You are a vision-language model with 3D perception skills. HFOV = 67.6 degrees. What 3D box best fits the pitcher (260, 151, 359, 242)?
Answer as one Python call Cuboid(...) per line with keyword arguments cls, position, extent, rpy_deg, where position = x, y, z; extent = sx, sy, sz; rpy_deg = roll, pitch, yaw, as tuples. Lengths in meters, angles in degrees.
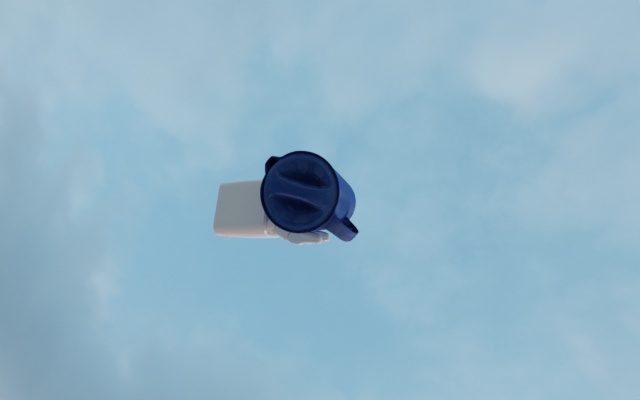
Cuboid(cls="pitcher", position=(0.000, 0.003, 0.870), extent=(0.145, 0.149, 0.243), rpy_deg=(-4, -6, 14))
